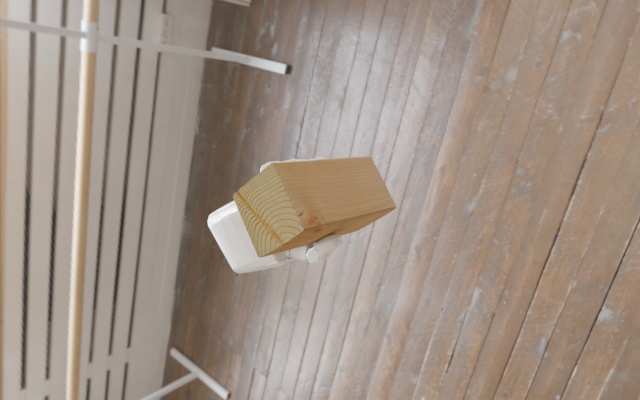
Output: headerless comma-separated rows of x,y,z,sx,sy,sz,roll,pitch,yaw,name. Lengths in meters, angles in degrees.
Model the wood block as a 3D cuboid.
0.000,0.003,0.645,0.090,0.091,0.206,-34,-14,37,wood block
